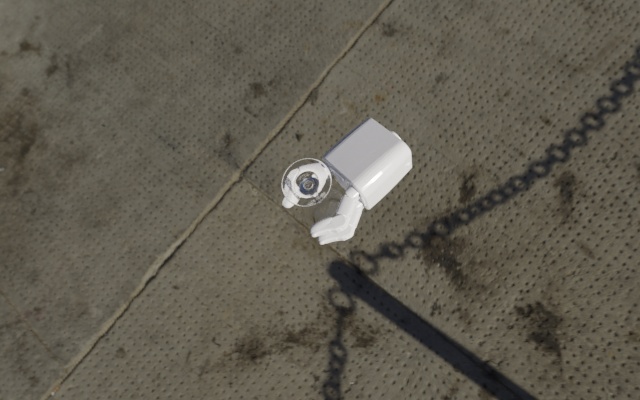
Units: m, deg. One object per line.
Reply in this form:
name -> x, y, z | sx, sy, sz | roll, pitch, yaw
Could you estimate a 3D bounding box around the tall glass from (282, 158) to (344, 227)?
tall glass -> 0.000, 0.002, 0.775 | 0.079, 0.079, 0.201 | 0, -17, 12
